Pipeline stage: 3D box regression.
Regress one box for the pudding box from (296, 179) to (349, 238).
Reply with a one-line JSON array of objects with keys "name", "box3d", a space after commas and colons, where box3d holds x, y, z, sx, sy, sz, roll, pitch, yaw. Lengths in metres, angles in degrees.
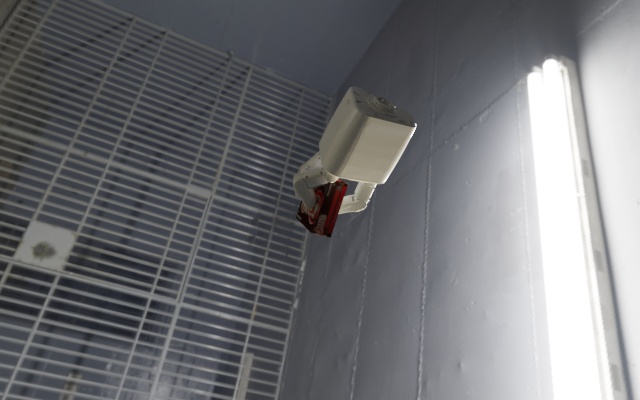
[{"name": "pudding box", "box3d": [0.000, 0.003, 0.770, 0.039, 0.090, 0.113, 18, 5, -16]}]
